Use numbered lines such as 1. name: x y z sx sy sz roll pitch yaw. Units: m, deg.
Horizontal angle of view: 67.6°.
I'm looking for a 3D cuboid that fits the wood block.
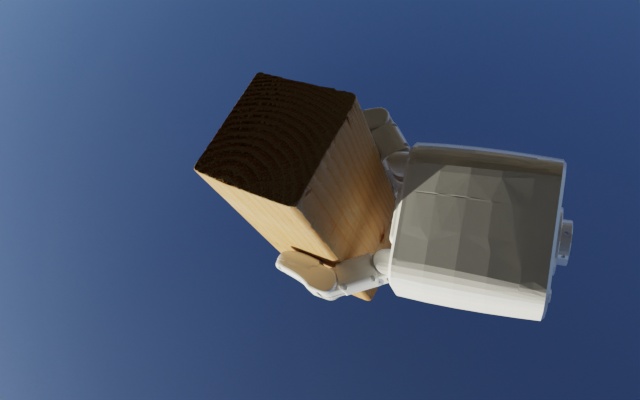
1. wood block: 0.000 0.002 0.403 0.090 0.090 0.206 20 -19 28
